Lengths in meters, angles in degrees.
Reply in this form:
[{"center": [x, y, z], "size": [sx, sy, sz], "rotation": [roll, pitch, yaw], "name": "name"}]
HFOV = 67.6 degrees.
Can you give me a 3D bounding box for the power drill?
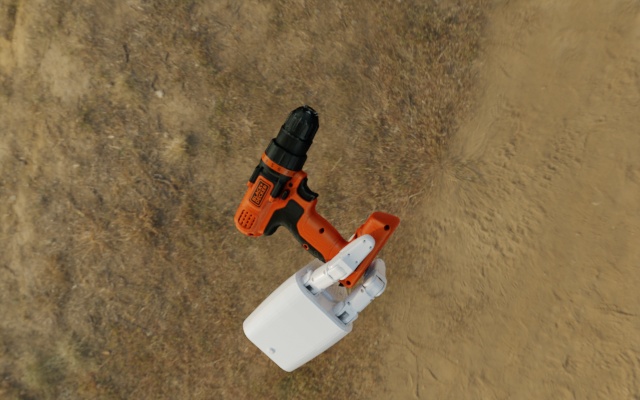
[{"center": [0.000, 0.002, 0.588], "size": [0.187, 0.184, 0.057], "rotation": [35, 22, 12], "name": "power drill"}]
